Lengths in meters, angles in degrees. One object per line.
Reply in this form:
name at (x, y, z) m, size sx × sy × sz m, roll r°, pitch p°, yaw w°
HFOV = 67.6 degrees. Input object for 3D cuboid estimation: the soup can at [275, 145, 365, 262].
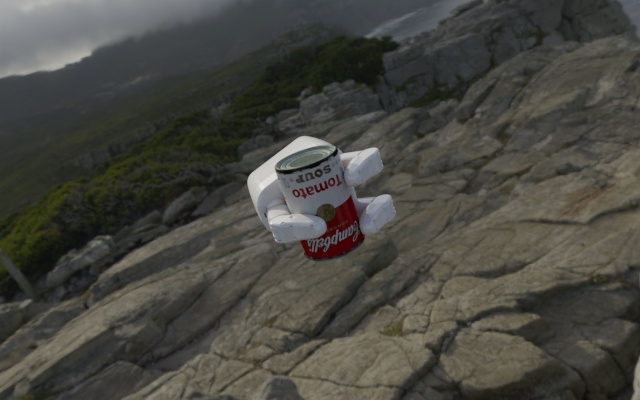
soup can at (0.000, 0.002, 0.491) m, size 0.068 × 0.102 × 0.068 m, roll -16°, pitch 20°, yaw 6°
